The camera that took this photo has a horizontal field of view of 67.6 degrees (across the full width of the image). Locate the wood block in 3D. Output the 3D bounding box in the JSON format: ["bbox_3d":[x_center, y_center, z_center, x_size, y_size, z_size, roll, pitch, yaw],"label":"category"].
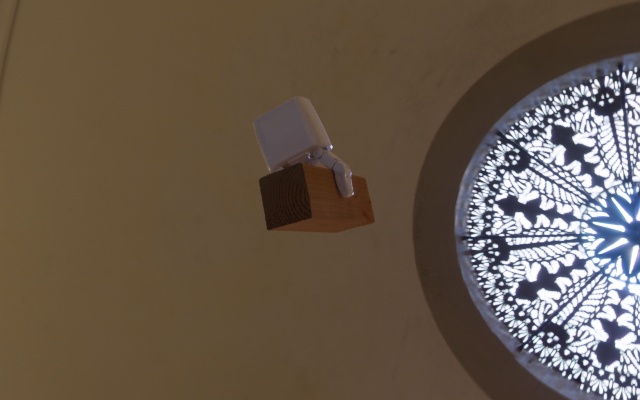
[{"bbox_3d":[0.000,0.002,0.822,0.091,0.090,0.206,-18,-14,31],"label":"wood block"}]
